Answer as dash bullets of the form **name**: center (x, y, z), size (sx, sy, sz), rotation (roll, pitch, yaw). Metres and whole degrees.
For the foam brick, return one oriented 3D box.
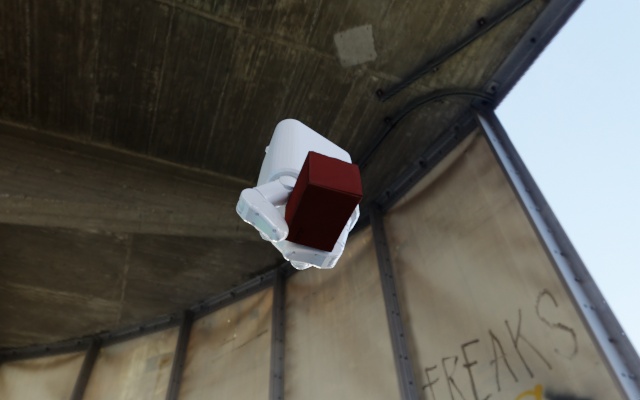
- **foam brick**: center (0.000, 0.001, 0.456), size (0.053, 0.078, 0.051), rotation (17, 39, -13)
